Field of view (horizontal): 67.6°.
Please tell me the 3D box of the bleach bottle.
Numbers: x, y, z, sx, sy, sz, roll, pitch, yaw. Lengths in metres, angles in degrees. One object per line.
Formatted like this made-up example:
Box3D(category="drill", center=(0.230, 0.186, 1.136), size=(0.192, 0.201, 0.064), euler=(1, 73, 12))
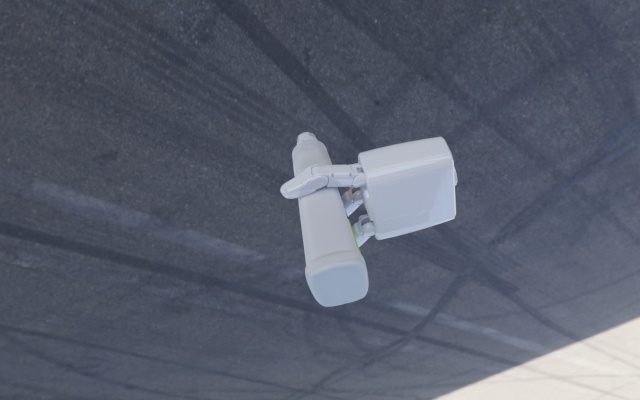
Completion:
Box3D(category="bleach bottle", center=(0.000, 0.002, 0.614), size=(0.068, 0.250, 0.103), euler=(-14, -38, 1))
